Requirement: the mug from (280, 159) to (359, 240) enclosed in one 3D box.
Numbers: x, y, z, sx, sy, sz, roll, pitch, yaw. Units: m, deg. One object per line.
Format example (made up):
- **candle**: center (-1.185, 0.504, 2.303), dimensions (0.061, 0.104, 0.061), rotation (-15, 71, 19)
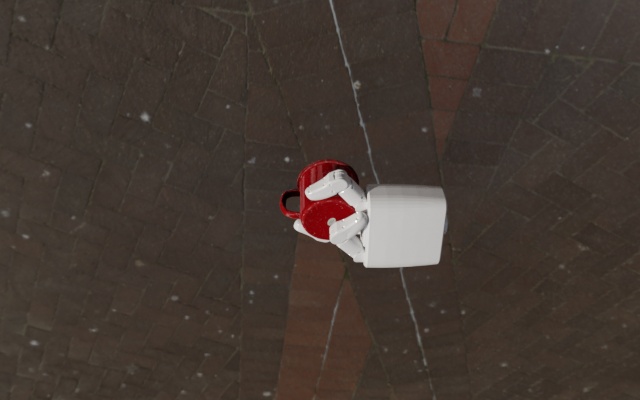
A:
- **mug**: center (-0.001, 0.002, 0.684), dimensions (0.117, 0.093, 0.081), rotation (-1, 42, -1)
